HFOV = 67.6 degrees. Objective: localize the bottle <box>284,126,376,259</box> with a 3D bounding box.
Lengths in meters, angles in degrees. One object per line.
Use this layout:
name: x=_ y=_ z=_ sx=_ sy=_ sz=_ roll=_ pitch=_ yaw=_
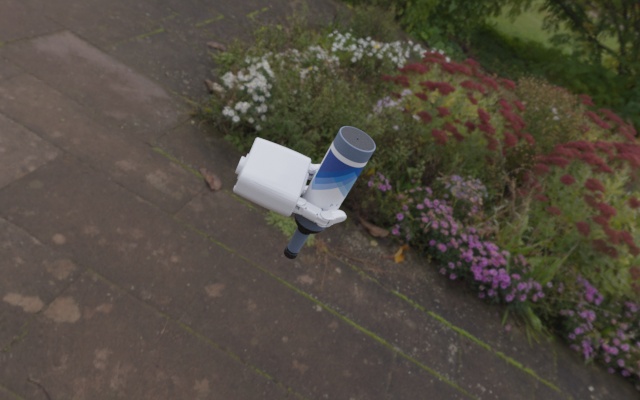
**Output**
bottle: x=0.000 y=0.003 z=0.864 sx=0.069 sy=0.296 sz=0.069 roll=19 pitch=37 yaw=-15
